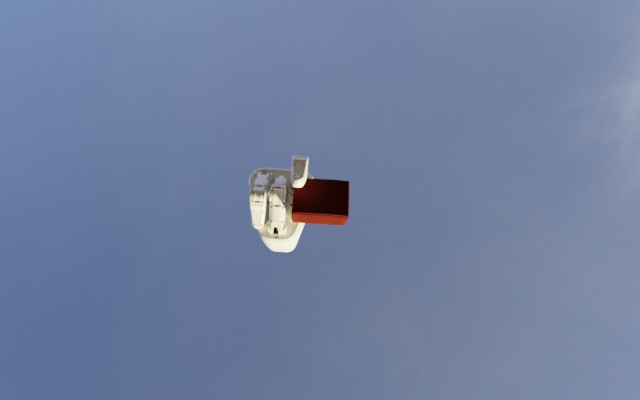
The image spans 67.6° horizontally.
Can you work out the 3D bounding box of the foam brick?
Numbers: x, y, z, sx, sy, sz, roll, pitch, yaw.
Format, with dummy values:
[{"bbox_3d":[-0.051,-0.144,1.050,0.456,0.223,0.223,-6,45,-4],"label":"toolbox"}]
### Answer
[{"bbox_3d":[0.000,0.002,0.665,0.078,0.053,0.051,4,-17,0],"label":"foam brick"}]
